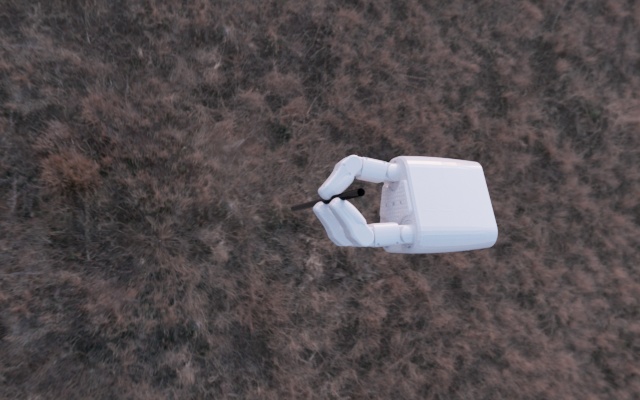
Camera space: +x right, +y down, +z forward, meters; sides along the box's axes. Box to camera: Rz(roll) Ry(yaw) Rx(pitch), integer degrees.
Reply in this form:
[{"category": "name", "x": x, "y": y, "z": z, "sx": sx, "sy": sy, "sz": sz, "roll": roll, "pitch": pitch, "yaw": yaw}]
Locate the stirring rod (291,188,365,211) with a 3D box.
[{"category": "stirring rod", "x": 0.000, "y": 0.002, "z": 0.562, "sx": 0.011, "sy": 0.011, "sz": 0.239, "roll": 0, "pitch": -5, "yaw": -19}]
